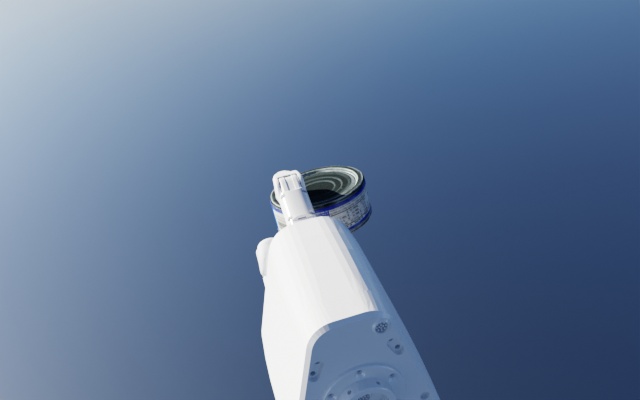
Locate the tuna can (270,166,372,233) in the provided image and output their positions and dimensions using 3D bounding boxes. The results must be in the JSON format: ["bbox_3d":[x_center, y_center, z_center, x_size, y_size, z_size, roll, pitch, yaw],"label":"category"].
[{"bbox_3d":[0.000,0.001,0.419,0.086,0.034,0.086,-12,25,6],"label":"tuna can"}]
